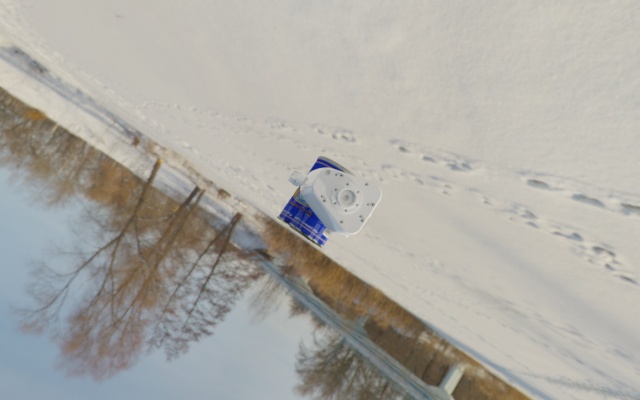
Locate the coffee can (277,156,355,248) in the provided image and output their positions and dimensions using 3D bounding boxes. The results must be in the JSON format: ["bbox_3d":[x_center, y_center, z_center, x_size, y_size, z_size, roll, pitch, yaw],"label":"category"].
[{"bbox_3d":[0.000,0.003,0.893,0.103,0.140,0.103,34,-7,4],"label":"coffee can"}]
